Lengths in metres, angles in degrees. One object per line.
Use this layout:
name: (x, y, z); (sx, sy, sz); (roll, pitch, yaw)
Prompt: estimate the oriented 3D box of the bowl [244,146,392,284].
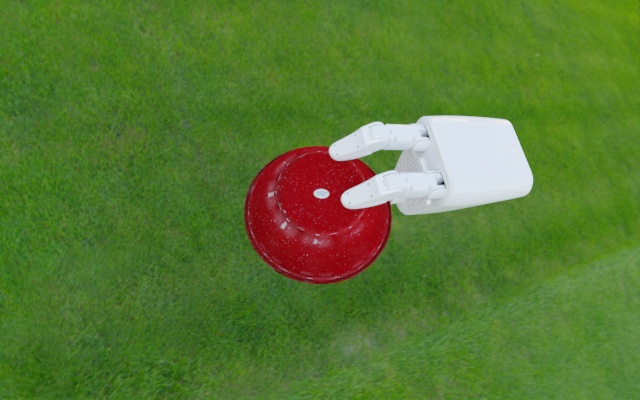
bowl: (-0.001, 0.002, 0.495); (0.162, 0.162, 0.055); (0, -23, -5)
